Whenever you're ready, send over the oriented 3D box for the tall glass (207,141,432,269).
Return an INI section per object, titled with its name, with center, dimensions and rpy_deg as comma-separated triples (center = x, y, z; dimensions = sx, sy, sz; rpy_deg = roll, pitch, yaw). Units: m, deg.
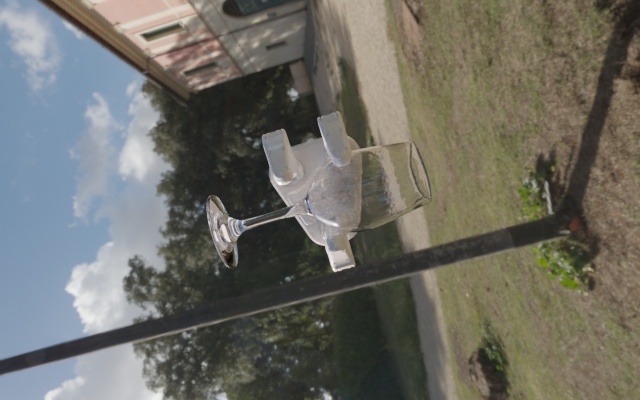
[tall glass]
center = -0.001, 0.002, 0.457
dimensions = 0.201, 0.079, 0.079
rpy_deg = -17, -1, 3
